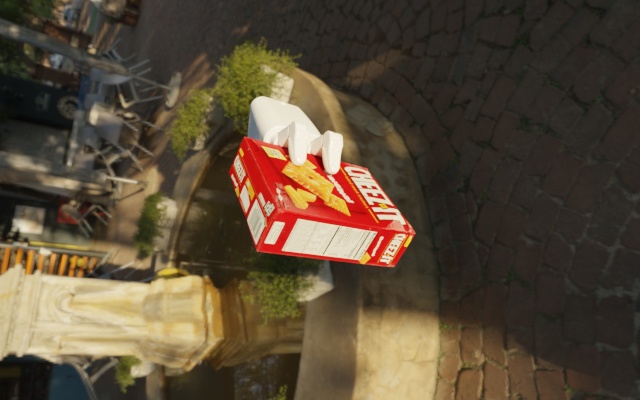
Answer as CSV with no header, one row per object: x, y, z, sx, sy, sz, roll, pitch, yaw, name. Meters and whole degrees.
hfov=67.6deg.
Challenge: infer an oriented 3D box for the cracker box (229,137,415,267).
0.000,0.002,0.648,0.214,0.072,0.164,11,32,-32,cracker box
